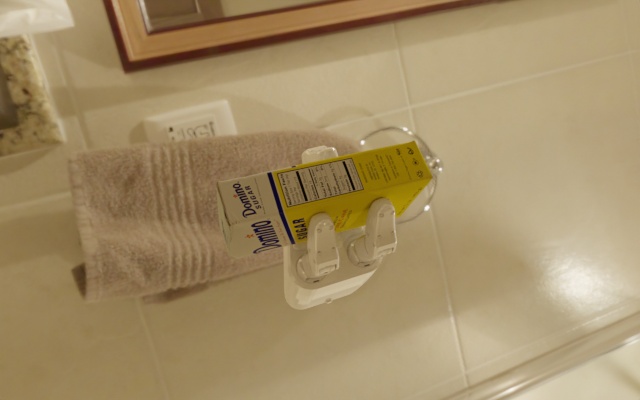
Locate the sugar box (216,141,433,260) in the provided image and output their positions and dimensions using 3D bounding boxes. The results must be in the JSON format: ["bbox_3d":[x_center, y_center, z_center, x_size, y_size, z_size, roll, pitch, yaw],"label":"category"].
[{"bbox_3d":[0.000,0.002,0.423,0.176,0.048,0.093,-16,-21,-16],"label":"sugar box"}]
